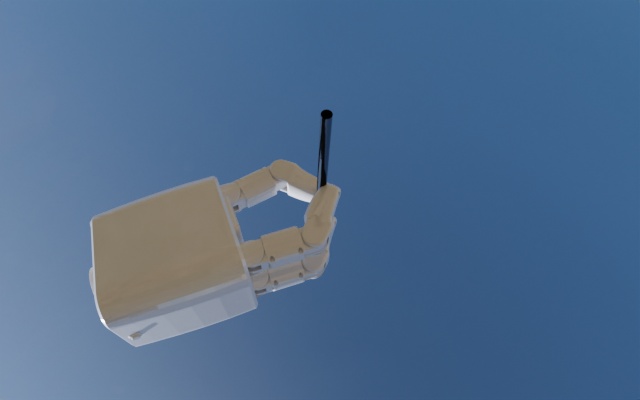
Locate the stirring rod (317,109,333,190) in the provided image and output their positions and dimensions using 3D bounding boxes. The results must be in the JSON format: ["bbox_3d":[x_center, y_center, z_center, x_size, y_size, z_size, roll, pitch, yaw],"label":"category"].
[{"bbox_3d":[0.000,0.001,0.417,0.011,0.011,0.240,0,-29,-2],"label":"stirring rod"}]
